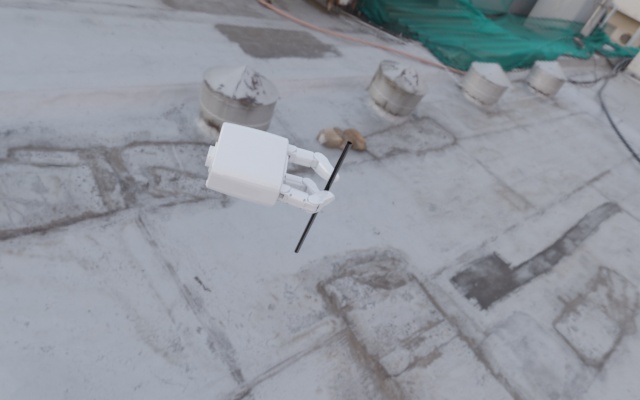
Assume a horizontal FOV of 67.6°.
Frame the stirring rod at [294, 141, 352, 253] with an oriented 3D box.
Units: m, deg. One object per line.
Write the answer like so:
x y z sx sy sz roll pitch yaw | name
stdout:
0.000 0.003 0.778 0.011 0.240 0.011 17 36 -13 | stirring rod
